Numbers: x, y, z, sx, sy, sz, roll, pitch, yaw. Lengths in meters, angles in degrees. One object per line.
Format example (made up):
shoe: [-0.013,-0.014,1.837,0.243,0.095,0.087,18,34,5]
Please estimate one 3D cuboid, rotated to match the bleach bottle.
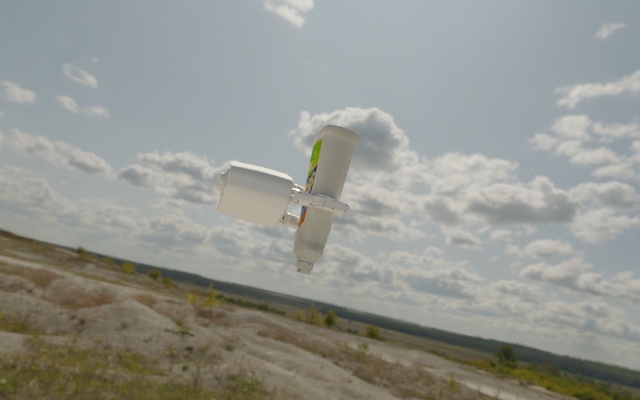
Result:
bleach bottle: [0.000,0.003,0.826,0.068,0.250,0.102,16,-12,-14]
